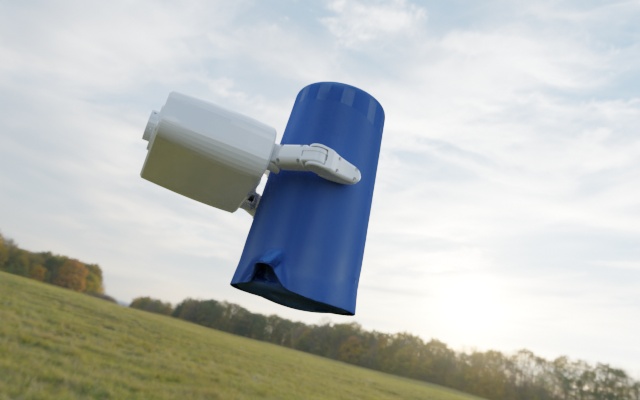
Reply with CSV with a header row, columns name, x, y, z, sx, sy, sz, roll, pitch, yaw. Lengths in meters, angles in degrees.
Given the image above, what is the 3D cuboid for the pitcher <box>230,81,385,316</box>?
name,x,y,z,sx,sy,sz,roll,pitch,yaw
pitcher,0.000,0.002,0.535,0.145,0.242,0.149,20,-18,-19
